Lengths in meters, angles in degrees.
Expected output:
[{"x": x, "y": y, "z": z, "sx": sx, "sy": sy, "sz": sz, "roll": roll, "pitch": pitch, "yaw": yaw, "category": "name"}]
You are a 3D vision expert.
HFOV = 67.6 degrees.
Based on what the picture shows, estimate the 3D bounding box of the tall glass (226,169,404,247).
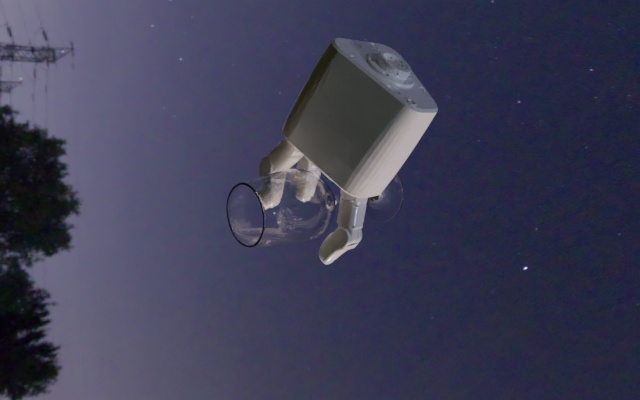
[{"x": 0.001, "y": 0.002, "z": 0.517, "sx": 0.201, "sy": 0.079, "sz": 0.079, "roll": -10, "pitch": 7, "yaw": -43, "category": "tall glass"}]
